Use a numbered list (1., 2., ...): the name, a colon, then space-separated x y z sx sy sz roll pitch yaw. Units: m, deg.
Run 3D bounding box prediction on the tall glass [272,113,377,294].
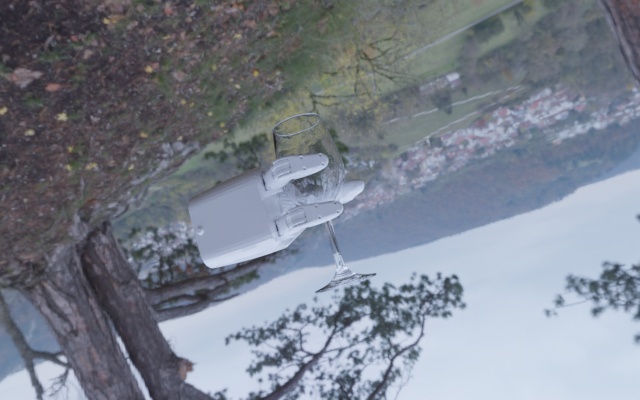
1. tall glass: 0.000 0.002 0.562 0.079 0.201 0.079 -17 -8 -2
